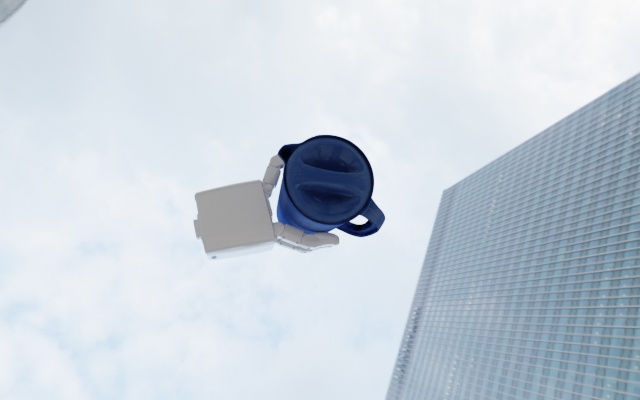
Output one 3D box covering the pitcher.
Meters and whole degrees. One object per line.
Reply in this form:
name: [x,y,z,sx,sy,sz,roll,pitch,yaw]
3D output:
pitcher: [0.000,0.003,0.781,0.145,0.149,0.243,-10,-11,-13]
